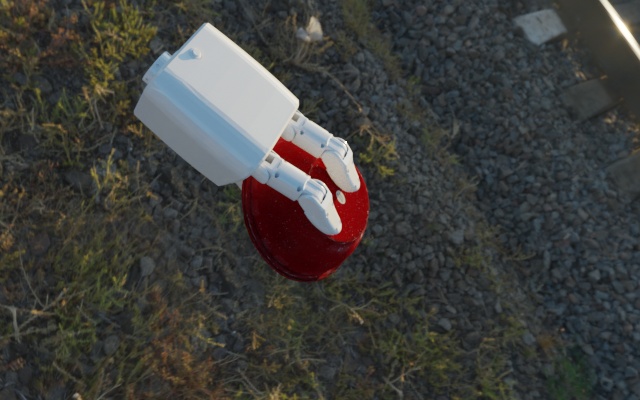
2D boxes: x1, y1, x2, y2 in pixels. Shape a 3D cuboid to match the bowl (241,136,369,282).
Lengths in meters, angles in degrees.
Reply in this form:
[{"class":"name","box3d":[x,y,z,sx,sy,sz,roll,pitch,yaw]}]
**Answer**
[{"class":"bowl","box3d":[0.001,0.002,0.492,0.055,0.162,0.162,-13,-9,44]}]
